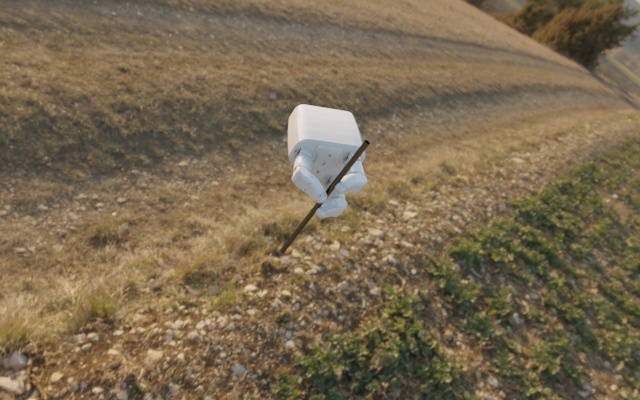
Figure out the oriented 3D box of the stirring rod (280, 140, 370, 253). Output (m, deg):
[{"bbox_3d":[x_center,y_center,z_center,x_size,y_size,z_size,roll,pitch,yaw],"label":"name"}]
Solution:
[{"bbox_3d":[0.000,0.002,0.688,0.011,0.011,0.240,0,-41,-42],"label":"stirring rod"}]
